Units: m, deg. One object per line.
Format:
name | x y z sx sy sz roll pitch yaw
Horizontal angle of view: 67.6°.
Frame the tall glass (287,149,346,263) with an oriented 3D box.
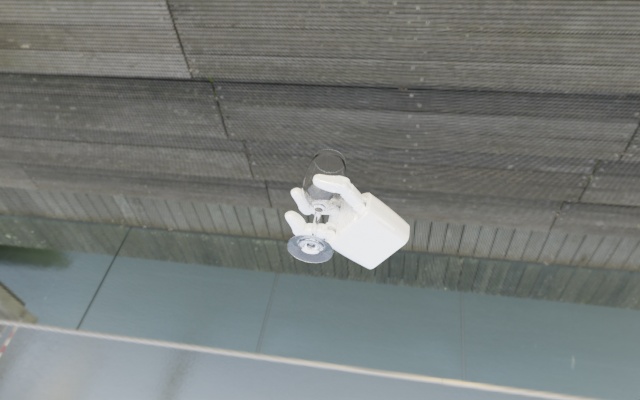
tall glass | 0.000 0.003 0.812 0.079 0.201 0.079 7 -40 6
